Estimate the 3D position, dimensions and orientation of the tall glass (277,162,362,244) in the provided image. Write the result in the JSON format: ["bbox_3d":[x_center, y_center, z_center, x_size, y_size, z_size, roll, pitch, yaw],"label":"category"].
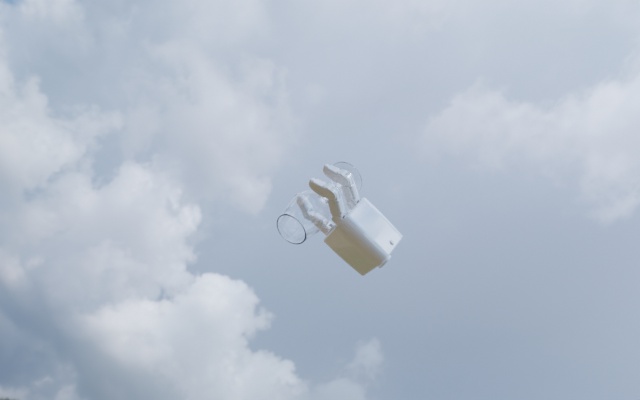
[{"bbox_3d":[0.000,0.003,0.899,0.079,0.079,0.201,0,29,37],"label":"tall glass"}]
